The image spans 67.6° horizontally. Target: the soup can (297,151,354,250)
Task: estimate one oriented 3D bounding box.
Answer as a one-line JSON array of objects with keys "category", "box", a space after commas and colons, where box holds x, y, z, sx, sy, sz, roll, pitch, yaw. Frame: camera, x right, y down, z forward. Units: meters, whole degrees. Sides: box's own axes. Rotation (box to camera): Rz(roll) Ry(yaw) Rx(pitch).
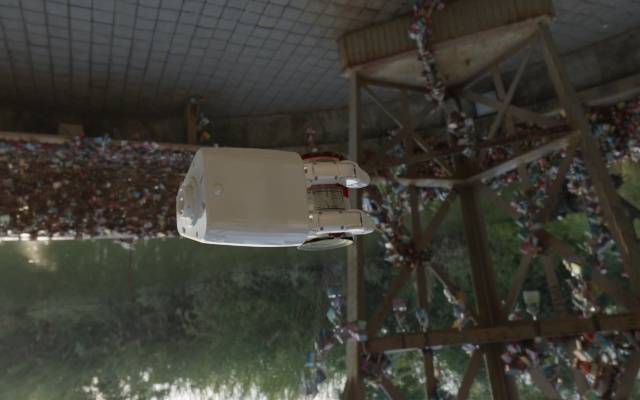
[{"category": "soup can", "box": [0.000, 0.002, 0.555, 0.068, 0.102, 0.068, -6, -14, -2]}]
